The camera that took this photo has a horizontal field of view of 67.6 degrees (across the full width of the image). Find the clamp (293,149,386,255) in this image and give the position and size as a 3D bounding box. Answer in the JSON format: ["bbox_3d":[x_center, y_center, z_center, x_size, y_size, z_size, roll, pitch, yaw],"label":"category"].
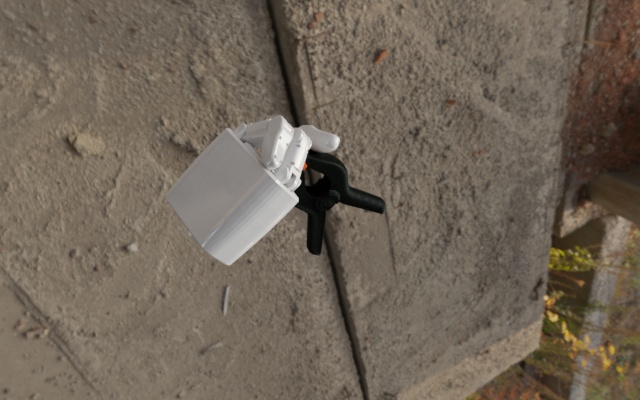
[{"bbox_3d":[0.000,0.002,0.597,0.171,0.120,0.039,43,5,-41],"label":"clamp"}]
